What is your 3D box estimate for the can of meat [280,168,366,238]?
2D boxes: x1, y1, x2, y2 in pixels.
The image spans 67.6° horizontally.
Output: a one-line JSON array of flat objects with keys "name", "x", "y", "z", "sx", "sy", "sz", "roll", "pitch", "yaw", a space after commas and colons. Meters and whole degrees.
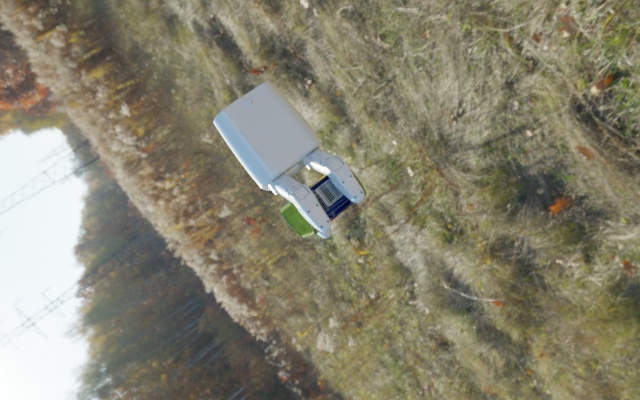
[{"name": "can of meat", "x": 0.000, "y": 0.002, "z": 0.620, "sx": 0.084, "sy": 0.057, "sz": 0.102, "roll": -38, "pitch": 2, "yaw": -17}]
